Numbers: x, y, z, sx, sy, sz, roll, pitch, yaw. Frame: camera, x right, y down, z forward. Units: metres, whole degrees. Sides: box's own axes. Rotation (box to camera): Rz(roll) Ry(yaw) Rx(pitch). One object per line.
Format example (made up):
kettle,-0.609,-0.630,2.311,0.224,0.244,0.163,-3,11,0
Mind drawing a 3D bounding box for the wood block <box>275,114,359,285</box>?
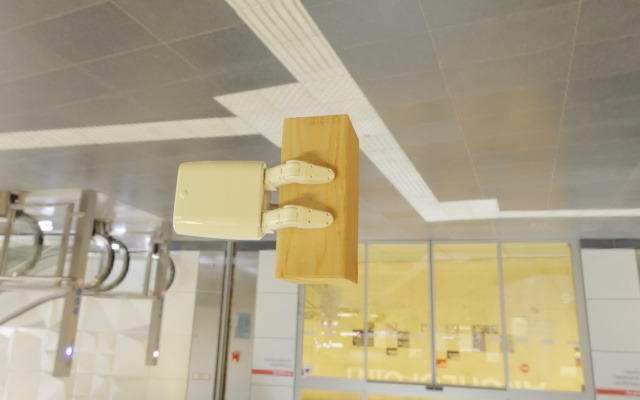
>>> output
wood block,0.000,0.002,0.626,0.090,0.206,0.091,-2,-15,13
